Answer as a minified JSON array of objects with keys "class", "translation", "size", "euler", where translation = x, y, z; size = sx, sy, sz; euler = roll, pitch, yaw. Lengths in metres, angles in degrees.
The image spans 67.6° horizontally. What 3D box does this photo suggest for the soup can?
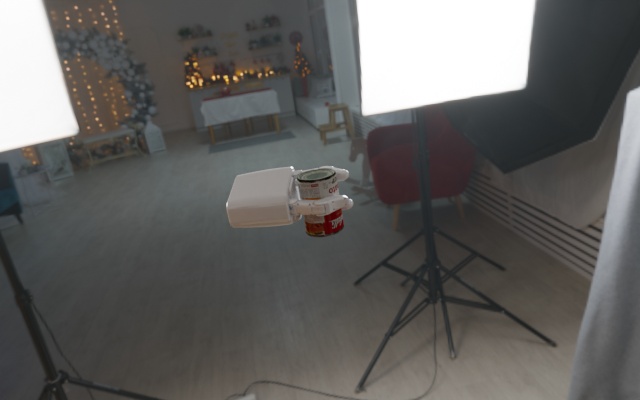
[{"class":"soup can","translation":[0.001,0.002,0.814],"size":[0.068,0.102,0.068],"euler":[-8,19,3]}]
